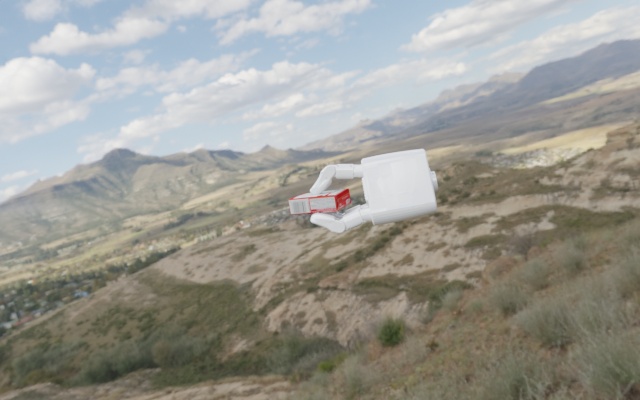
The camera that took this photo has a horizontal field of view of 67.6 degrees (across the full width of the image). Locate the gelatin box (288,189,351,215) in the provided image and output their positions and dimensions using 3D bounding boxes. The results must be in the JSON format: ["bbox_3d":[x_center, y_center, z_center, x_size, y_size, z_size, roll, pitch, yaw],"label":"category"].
[{"bbox_3d":[0.000,0.002,0.823,0.089,0.030,0.073,-5,8,21],"label":"gelatin box"}]
